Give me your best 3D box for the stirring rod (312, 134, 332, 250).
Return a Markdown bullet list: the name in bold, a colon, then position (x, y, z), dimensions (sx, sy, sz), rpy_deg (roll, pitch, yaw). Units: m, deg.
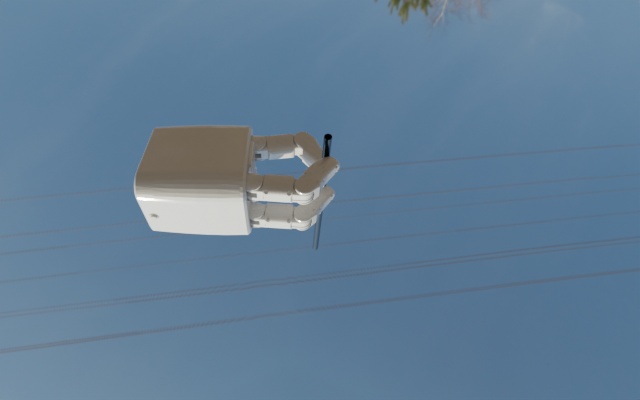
- **stirring rod**: position (0.000, 0.002, 0.567), dimensions (0.011, 0.011, 0.240), rpy_deg (0, -32, -4)
